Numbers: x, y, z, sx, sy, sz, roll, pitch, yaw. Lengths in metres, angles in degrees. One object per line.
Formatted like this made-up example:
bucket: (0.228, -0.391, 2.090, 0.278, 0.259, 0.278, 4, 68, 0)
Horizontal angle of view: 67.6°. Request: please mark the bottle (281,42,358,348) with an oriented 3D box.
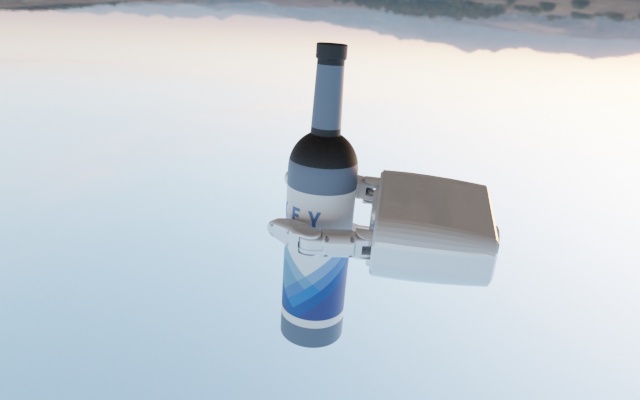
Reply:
bottle: (0.000, 0.002, 0.465, 0.069, 0.296, 0.069, 4, 21, -1)
